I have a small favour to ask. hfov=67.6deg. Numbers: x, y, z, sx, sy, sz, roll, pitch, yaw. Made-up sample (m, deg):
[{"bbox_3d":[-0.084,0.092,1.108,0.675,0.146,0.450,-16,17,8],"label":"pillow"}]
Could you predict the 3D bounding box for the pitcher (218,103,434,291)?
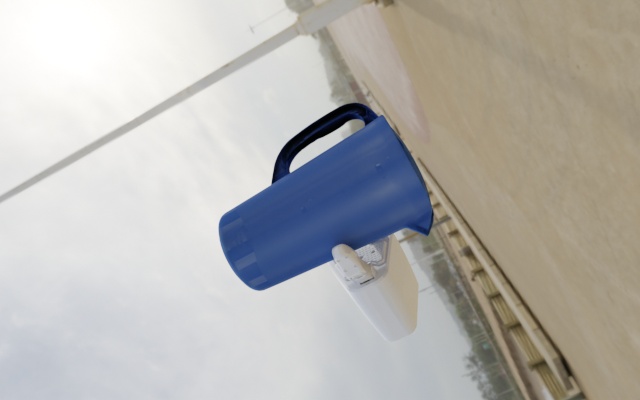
[{"bbox_3d":[0.000,0.002,0.577,0.243,0.145,0.149,-28,28,10],"label":"pitcher"}]
